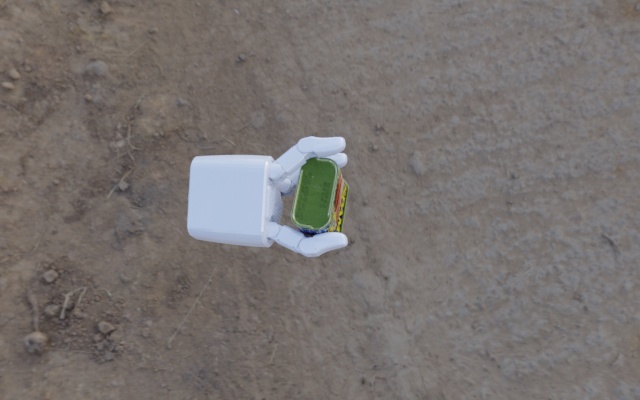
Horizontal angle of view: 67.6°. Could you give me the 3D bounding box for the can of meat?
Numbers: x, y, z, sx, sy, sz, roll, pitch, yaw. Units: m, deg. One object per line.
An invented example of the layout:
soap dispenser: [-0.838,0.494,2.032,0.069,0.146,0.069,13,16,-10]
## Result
can of meat: [0.000,0.002,0.634,0.057,0.102,0.084,6,-17,13]
